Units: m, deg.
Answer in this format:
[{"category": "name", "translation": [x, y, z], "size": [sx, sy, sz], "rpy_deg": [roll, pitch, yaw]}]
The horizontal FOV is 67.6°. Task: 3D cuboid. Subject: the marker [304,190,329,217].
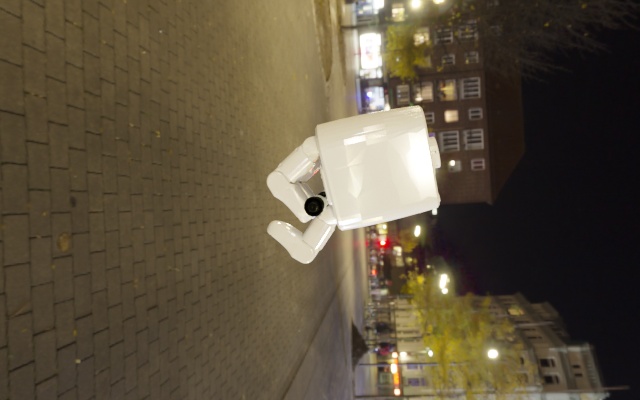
[{"category": "marker", "translation": [0.000, 0.002, 0.496], "size": [0.020, 0.020, 0.121], "rpy_deg": [0, 4, 7]}]
